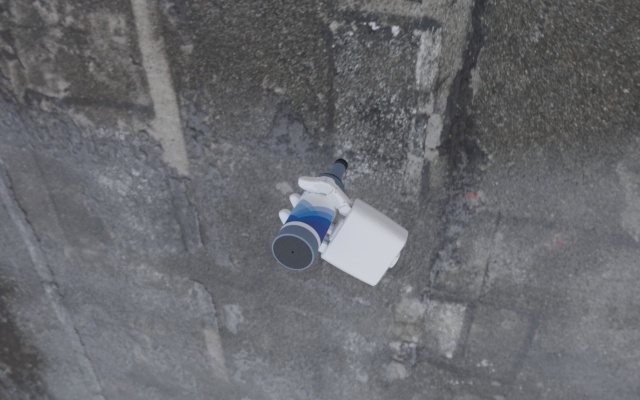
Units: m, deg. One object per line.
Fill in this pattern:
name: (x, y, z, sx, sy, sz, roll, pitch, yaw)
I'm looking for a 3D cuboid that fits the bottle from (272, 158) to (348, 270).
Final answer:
bottle: (0.000, 0.003, 0.824, 0.069, 0.069, 0.295, 0, 30, 19)
